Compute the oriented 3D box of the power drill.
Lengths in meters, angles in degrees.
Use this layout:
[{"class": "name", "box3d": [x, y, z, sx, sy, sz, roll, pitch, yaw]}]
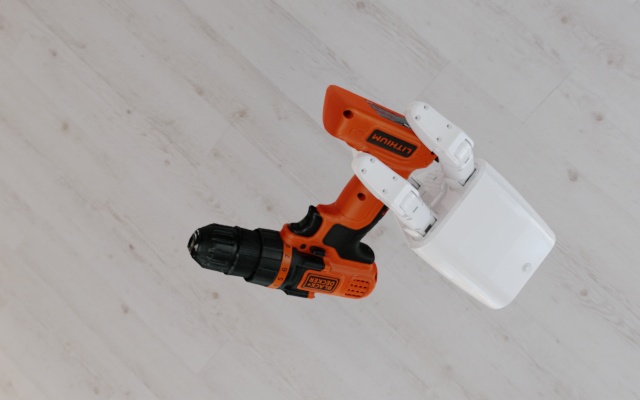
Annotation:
[{"class": "power drill", "box3d": [0.001, 0.001, 0.411, 0.184, 0.188, 0.057, 15, 28, -29]}]
